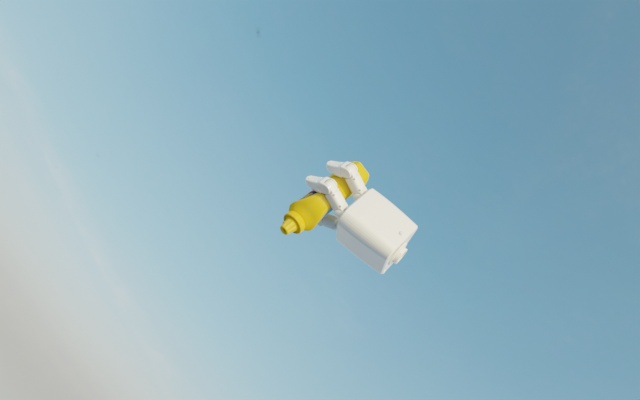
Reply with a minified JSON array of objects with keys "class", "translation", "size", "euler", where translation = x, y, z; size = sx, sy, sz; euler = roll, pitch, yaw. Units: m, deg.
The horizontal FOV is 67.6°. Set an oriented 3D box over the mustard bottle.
[{"class":"mustard bottle","translation":[0.000,0.002,0.854],"size":[0.191,0.058,0.096],"euler":[-39,5,-35]}]
